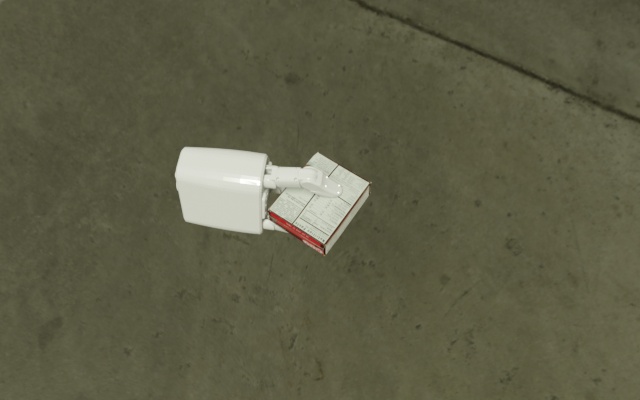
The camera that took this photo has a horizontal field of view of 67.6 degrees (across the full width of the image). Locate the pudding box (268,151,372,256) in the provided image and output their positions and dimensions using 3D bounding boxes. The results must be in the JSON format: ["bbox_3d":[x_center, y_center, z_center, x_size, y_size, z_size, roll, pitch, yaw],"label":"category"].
[{"bbox_3d":[0.000,0.002,0.621,0.090,0.113,0.039,32,-22,14],"label":"pudding box"}]
